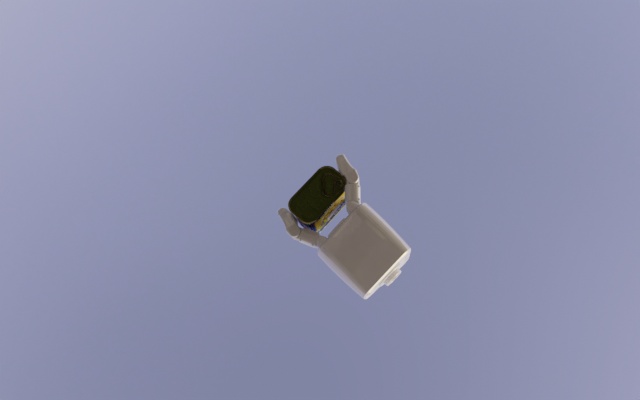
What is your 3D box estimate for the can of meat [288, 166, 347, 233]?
[{"bbox_3d":[0.000,0.003,0.808,0.057,0.102,0.084,40,-10,18],"label":"can of meat"}]
